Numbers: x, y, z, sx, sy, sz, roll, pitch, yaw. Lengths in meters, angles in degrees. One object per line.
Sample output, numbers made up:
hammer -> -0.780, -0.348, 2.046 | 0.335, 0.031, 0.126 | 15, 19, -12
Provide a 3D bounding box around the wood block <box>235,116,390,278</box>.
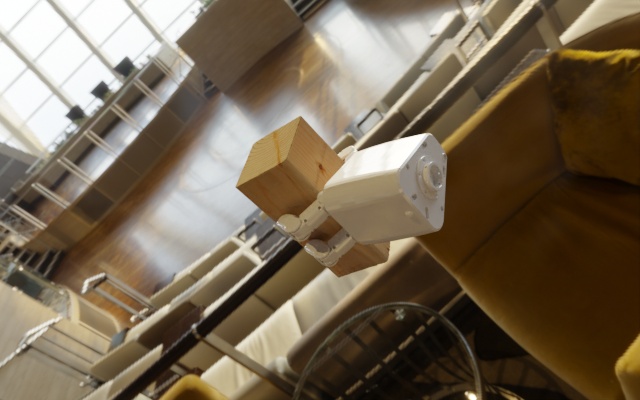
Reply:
wood block -> 0.000, 0.002, 0.636 | 0.090, 0.090, 0.206 | -24, -55, 33
